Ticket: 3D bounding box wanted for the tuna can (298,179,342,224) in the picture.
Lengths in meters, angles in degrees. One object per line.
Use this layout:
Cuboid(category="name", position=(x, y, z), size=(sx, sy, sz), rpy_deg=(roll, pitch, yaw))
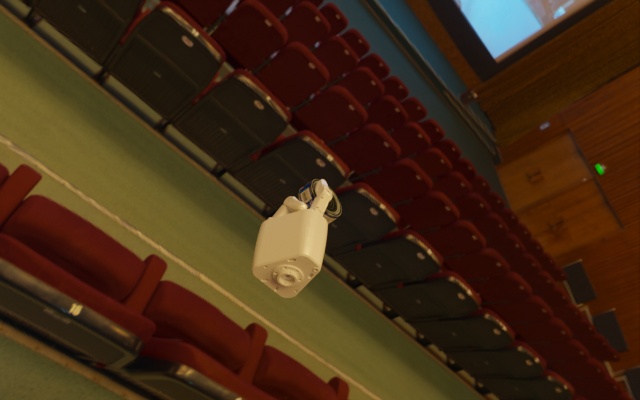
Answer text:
Cuboid(category="tuna can", position=(0.001, 0.003, 0.893), size=(0.034, 0.086, 0.086), rpy_deg=(-36, -18, 27))
